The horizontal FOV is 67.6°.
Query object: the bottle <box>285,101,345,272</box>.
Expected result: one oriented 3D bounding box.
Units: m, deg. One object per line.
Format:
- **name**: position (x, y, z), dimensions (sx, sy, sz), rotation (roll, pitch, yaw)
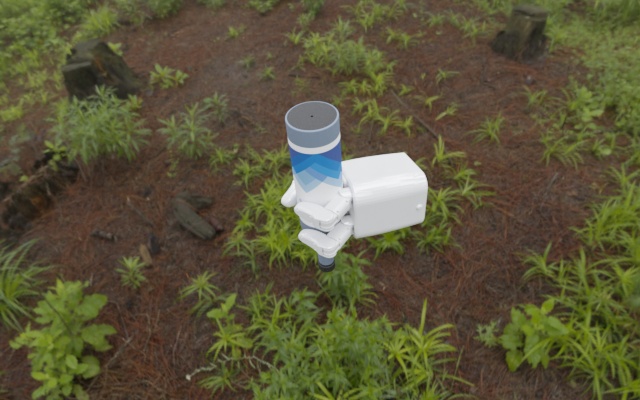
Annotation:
- **bottle**: position (0.000, 0.002, 0.685), dimensions (0.069, 0.296, 0.069), rotation (-3, 44, 3)
